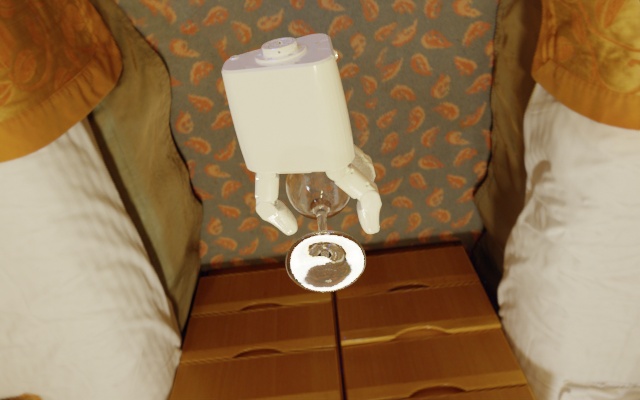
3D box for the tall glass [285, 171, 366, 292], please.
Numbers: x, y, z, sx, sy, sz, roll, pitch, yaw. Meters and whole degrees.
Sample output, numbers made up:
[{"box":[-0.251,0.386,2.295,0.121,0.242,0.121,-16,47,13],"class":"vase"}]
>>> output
[{"box":[0.000,0.002,0.520,0.079,0.079,0.201,0,34,-3],"class":"tall glass"}]
